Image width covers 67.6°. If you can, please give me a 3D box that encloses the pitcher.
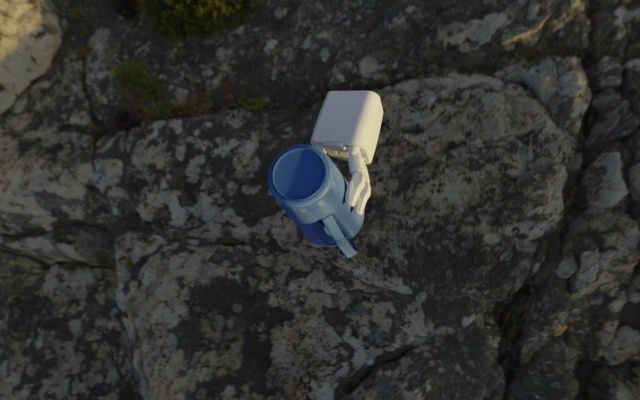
[{"bbox_3d":[0.000,0.003,0.850,0.149,0.145,0.243,15,-13,19],"label":"pitcher"}]
